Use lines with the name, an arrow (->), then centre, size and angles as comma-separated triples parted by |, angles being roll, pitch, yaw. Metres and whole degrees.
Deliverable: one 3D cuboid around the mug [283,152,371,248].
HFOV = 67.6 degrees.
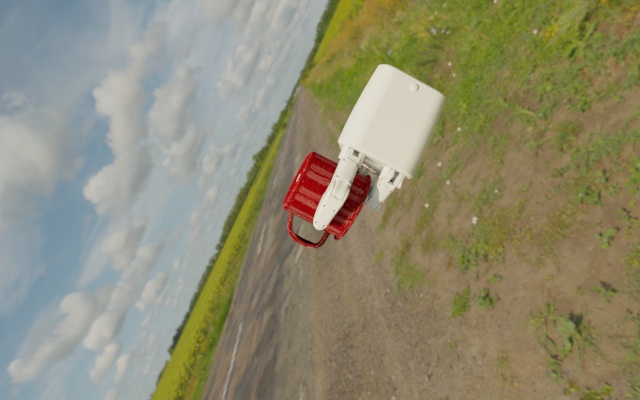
mug -> -0.001, 0.003, 0.598 | 0.081, 0.117, 0.093 | 27, -3, -8
